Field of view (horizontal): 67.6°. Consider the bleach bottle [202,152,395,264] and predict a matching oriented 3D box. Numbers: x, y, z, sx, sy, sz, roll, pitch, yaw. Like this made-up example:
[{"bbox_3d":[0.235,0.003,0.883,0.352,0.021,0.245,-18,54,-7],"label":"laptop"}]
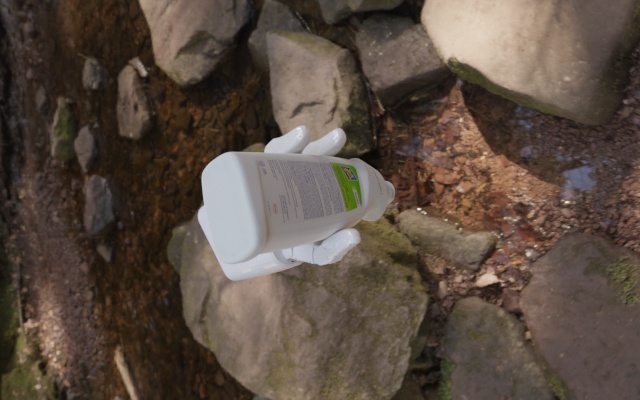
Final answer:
[{"bbox_3d":[0.000,0.002,0.514,0.068,0.102,0.251,-24,-14,41],"label":"bleach bottle"}]
